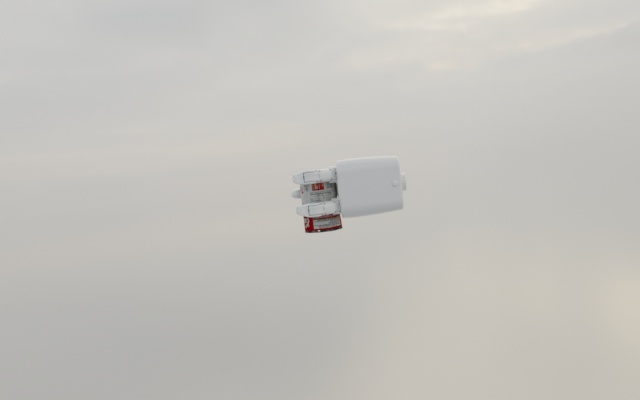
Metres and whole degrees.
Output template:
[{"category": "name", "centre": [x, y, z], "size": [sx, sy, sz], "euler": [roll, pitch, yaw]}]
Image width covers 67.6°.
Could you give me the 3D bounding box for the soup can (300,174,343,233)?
[{"category": "soup can", "centre": [0.000, 0.003, 0.847], "size": [0.068, 0.102, 0.068], "euler": [-7, 3, 0]}]
